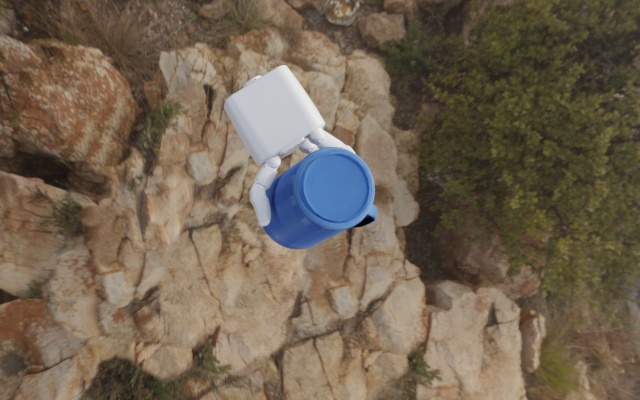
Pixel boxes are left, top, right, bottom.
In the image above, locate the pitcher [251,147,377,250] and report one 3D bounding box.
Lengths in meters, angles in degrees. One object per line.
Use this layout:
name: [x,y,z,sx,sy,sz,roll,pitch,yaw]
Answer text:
pitcher: [0.000,0.002,0.711,0.149,0.145,0.243,-32,1,-17]
